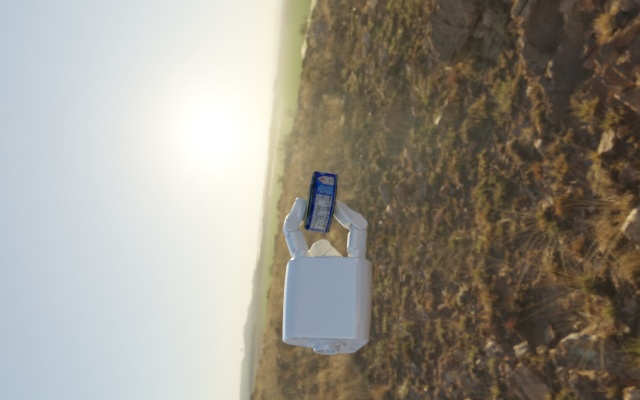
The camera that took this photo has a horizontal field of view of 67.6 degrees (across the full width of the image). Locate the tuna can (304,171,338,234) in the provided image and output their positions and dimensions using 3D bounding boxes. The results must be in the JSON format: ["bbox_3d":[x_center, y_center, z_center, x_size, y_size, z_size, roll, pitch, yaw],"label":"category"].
[{"bbox_3d":[0.000,0.002,0.674,0.034,0.086,0.086,9,-1,-5],"label":"tuna can"}]
